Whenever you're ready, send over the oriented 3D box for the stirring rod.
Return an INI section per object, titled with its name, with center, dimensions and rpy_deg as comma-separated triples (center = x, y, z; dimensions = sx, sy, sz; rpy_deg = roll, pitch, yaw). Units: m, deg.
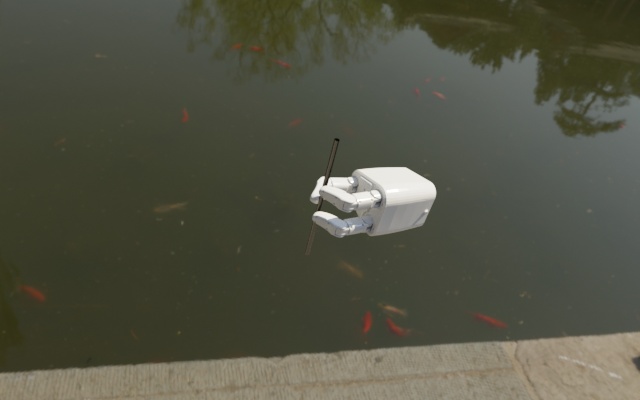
[stirring rod]
center = 0.000, 0.003, 0.774
dimensions = 0.011, 0.240, 0.011
rpy_deg = 9, 38, -7
